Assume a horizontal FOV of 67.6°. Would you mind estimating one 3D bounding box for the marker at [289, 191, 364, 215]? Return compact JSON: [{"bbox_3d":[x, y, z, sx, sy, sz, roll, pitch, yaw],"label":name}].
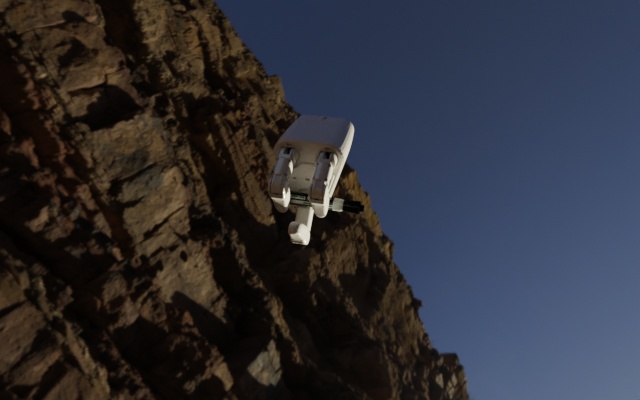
[{"bbox_3d":[0.000,0.002,0.657,0.121,0.020,0.020,8,1,11],"label":"marker"}]
